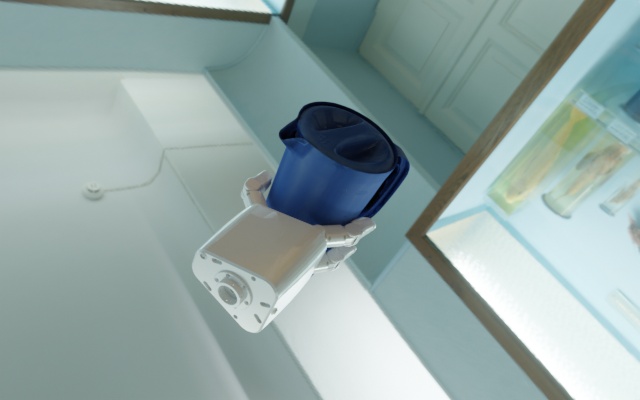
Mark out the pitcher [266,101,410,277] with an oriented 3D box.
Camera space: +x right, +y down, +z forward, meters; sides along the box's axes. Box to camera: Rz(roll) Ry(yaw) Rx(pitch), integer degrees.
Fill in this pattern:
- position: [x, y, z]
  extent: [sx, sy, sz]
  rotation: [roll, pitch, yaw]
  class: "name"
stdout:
- position: [0.000, 0.002, 0.645]
  extent: [0.149, 0.243, 0.145]
  rotation: [35, 38, 7]
  class: "pitcher"
